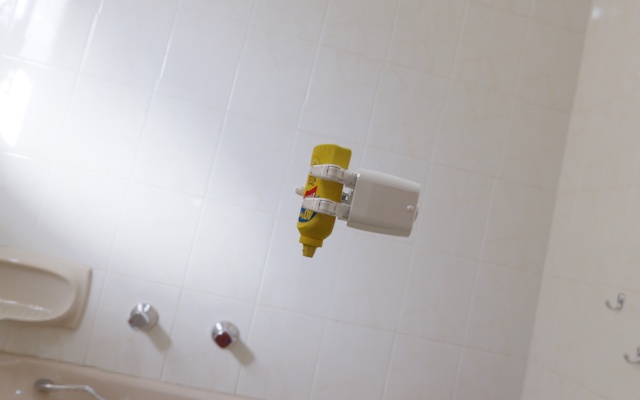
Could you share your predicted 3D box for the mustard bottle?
[{"bbox_3d":[0.000,0.002,0.814,0.058,0.191,0.096,15,-5,-25],"label":"mustard bottle"}]
